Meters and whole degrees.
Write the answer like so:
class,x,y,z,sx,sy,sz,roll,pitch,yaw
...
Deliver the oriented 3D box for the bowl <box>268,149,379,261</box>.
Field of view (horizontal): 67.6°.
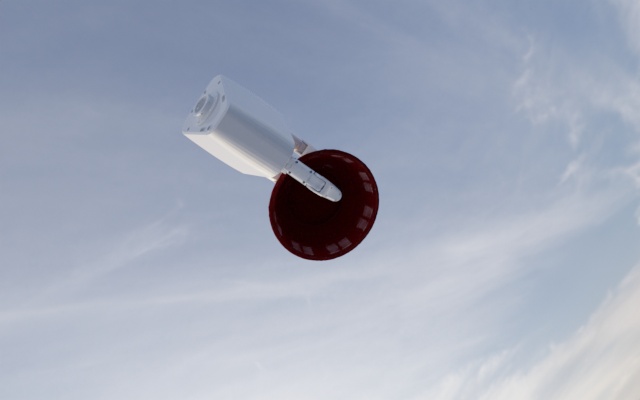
class,x,y,z,sx,sy,sz,roll,pitch,yaw
bowl,0.001,0.003,0.685,0.162,0.162,0.055,0,15,-18
